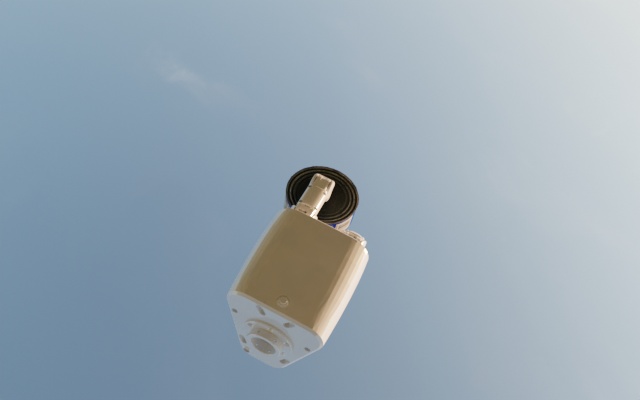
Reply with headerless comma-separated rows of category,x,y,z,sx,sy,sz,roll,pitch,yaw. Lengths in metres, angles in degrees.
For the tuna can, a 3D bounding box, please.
tuna can,0.000,0.002,0.563,0.086,0.086,0.034,0,-38,-12
